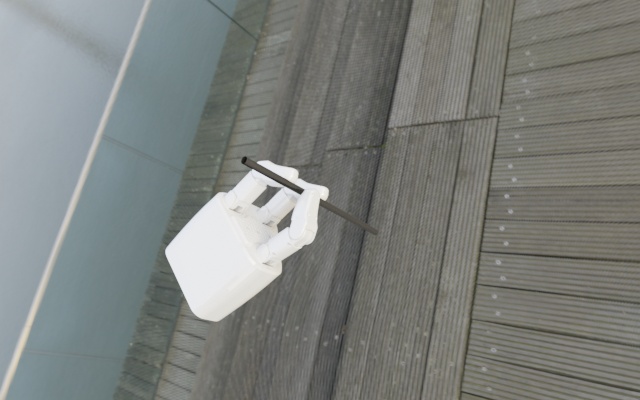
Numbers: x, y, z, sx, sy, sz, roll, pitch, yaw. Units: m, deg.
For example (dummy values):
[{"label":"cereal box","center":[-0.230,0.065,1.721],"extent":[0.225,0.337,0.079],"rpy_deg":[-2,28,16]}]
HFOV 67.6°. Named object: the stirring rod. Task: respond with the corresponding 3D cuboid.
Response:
[{"label":"stirring rod","center":[0.000,0.002,0.544],"extent":[0.011,0.011,0.240],"rpy_deg":[0,-20,40]}]
